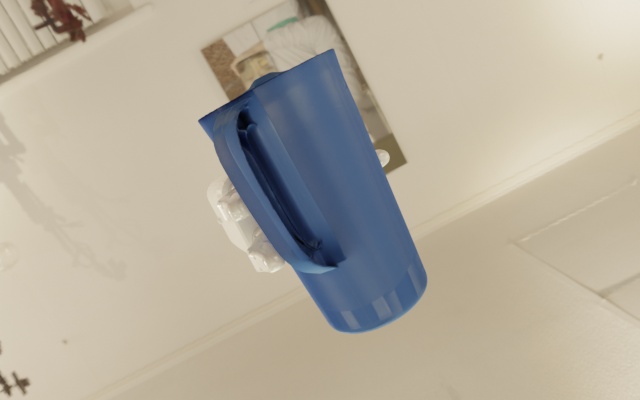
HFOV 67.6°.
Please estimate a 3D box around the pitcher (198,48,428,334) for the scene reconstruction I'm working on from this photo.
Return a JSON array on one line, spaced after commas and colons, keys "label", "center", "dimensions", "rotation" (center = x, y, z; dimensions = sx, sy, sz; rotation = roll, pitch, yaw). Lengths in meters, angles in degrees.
[{"label": "pitcher", "center": [0.000, 0.001, 0.434], "dimensions": [0.149, 0.243, 0.145], "rotation": [-33, 14, -20]}]
